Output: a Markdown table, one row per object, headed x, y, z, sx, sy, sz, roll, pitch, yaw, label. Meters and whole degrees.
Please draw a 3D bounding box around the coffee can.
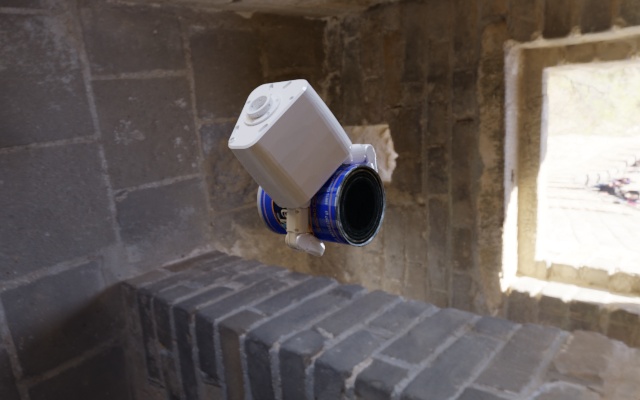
| x | y | z | sx | sy | sz | roll | pitch | yaw | label |
| --- | --- | --- | --- | --- | --- | --- | --- | --- | --- |
| 0.000 | 0.002 | 0.636 | 0.140 | 0.103 | 0.103 | 5 | 3 | 41 | coffee can |
